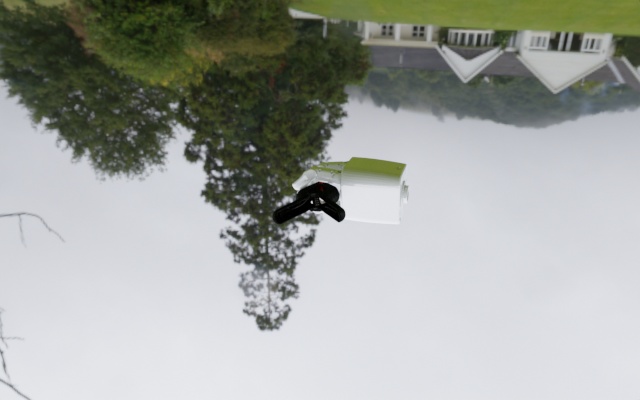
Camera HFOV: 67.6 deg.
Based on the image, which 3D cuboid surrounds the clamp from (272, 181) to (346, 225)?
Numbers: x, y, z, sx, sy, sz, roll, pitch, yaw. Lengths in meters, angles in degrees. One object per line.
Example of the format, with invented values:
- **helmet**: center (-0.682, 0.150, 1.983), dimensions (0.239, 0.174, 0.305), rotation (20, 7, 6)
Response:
- **clamp**: center (0.000, 0.003, 0.836), dimensions (0.120, 0.039, 0.171), rotation (6, 24, 16)
